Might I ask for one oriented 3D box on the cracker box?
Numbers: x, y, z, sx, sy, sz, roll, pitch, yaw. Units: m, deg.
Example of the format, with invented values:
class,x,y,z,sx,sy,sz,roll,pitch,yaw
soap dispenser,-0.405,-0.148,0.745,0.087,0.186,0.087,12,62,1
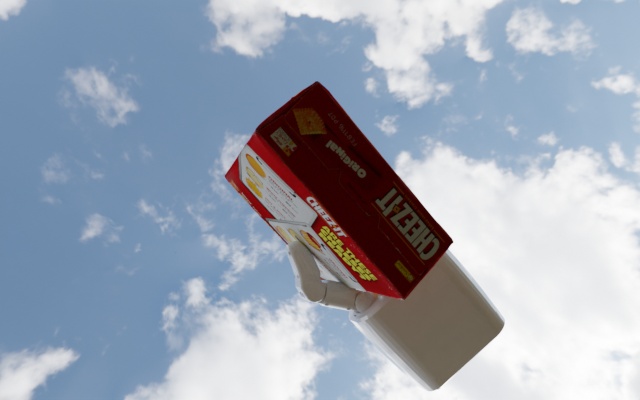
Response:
class,x,y,z,sx,sy,sz,roll,pitch,yaw
cracker box,0.000,0.002,0.443,0.072,0.164,0.214,-44,8,-16
